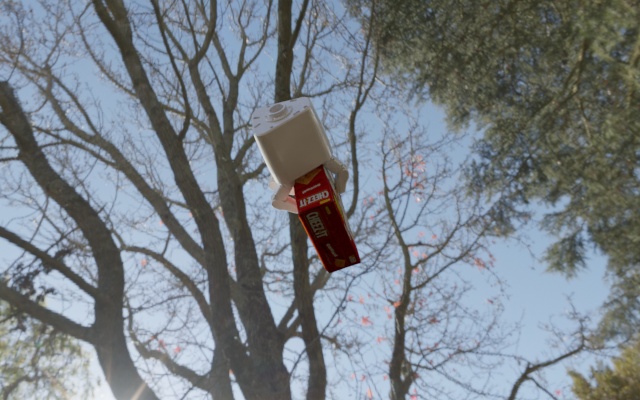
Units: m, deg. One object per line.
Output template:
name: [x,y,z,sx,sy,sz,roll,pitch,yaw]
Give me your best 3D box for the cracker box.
cracker box: [0.000,0.003,0.894,0.072,0.164,0.213,-21,39,6]
